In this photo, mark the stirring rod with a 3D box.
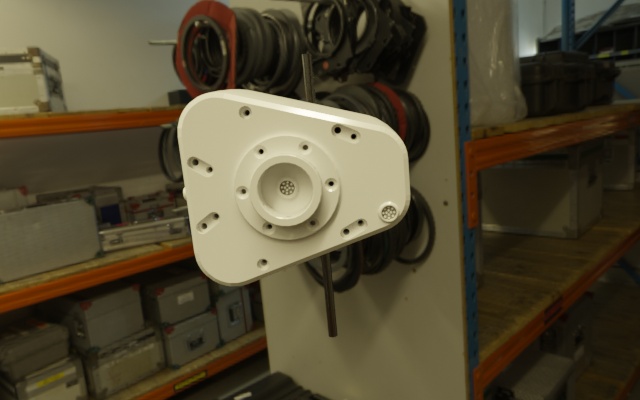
[{"bbox_3d":[0.000,0.001,0.402,0.011,0.239,0.011,-5,10,1],"label":"stirring rod"}]
